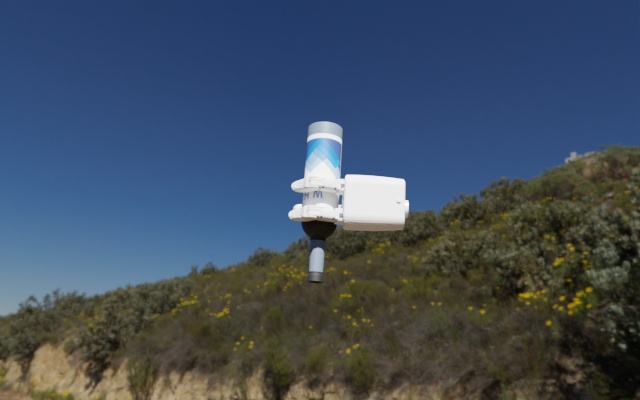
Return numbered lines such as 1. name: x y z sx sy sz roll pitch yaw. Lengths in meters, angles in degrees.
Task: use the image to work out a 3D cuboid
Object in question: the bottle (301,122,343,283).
1. bottle: 0.000 0.003 0.878 0.069 0.295 0.069 3 -17 1
